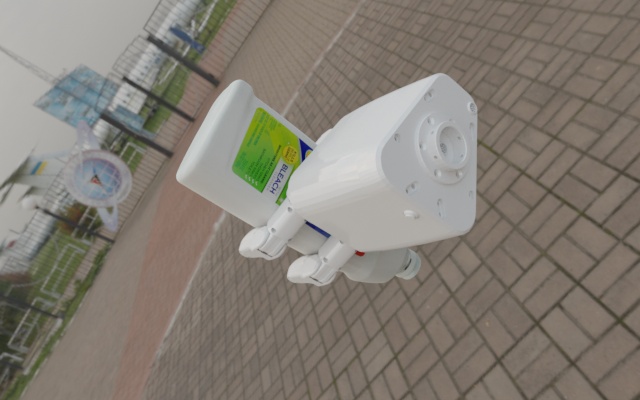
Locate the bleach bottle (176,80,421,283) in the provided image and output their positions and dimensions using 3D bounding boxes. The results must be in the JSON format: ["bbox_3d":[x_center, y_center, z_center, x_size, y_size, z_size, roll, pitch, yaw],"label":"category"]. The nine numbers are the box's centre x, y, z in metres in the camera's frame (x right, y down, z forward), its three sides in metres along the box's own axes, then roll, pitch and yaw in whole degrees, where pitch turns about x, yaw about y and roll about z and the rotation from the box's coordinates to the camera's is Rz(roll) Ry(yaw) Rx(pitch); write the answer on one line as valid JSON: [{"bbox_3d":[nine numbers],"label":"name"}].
[{"bbox_3d":[0.000,0.002,0.450,0.251,0.102,0.068,32,-25,-24],"label":"bleach bottle"}]
